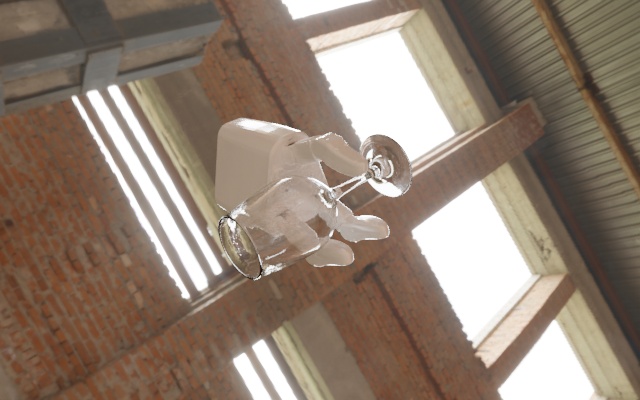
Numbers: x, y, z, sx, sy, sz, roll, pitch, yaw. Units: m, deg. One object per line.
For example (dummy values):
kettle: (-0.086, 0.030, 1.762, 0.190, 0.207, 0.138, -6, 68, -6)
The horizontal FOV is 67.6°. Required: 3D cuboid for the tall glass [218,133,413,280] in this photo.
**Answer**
tall glass: (0.001, 0.001, 0.468, 0.201, 0.079, 0.079, -30, 18, -35)
